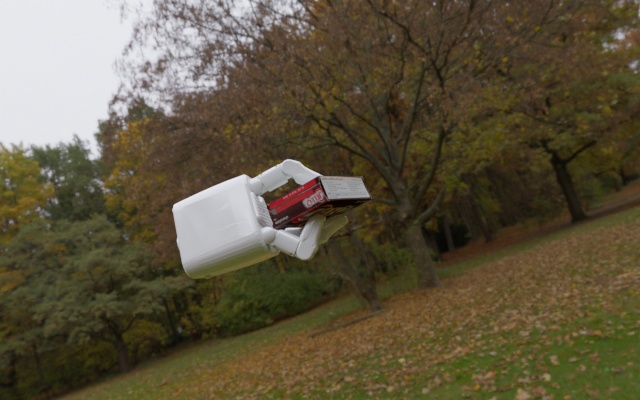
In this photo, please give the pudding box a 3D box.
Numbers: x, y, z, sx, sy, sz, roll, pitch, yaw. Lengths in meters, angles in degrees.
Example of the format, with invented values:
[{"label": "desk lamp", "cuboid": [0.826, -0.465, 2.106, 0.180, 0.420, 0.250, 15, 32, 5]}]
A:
[{"label": "pudding box", "cuboid": [0.000, 0.002, 0.616, 0.090, 0.039, 0.113, -27, -11, 31]}]
